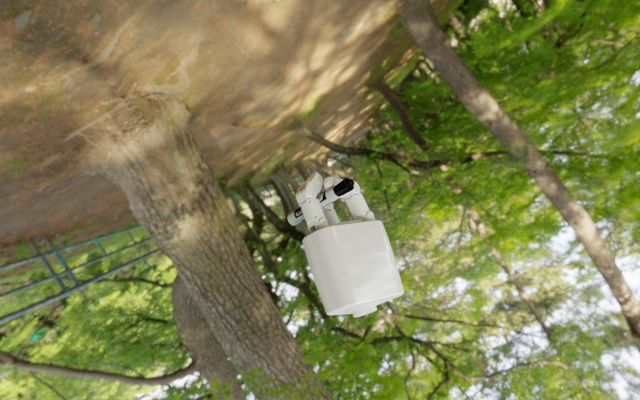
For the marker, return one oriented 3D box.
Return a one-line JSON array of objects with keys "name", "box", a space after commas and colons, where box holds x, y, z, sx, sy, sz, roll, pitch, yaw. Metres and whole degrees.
[{"name": "marker", "box": [0.000, 0.002, 0.651, 0.121, 0.020, 0.020, -32, -20, 37]}]
